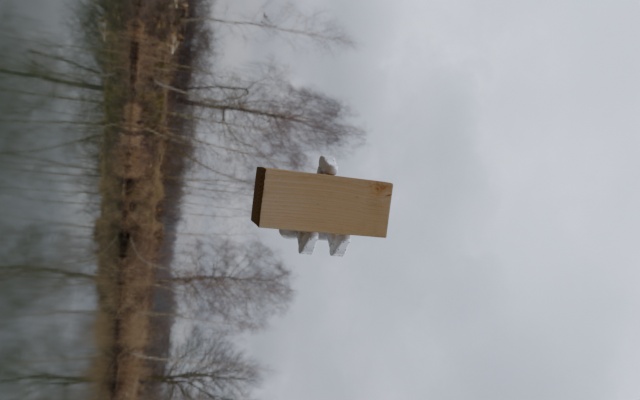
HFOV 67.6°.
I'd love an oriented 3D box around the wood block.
[{"bbox_3d":[0.000,0.002,0.770,0.206,0.091,0.090,6,4,-17],"label":"wood block"}]
